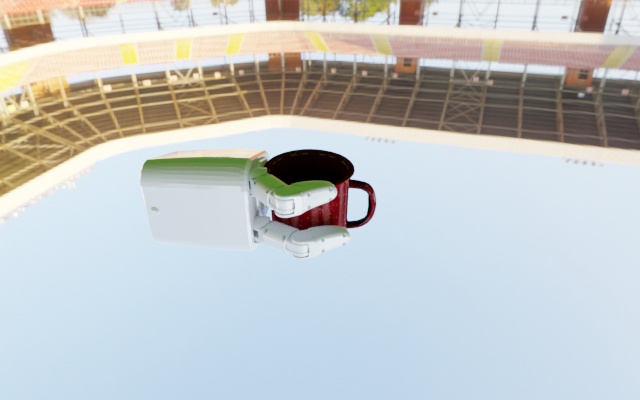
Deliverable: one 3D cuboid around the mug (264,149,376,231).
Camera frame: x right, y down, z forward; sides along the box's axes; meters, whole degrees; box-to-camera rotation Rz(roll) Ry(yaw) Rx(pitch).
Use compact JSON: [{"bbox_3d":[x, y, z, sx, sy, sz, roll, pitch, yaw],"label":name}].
[{"bbox_3d":[0.002,0.002,0.504,0.117,0.081,0.093,3,30,5],"label":"mug"}]
